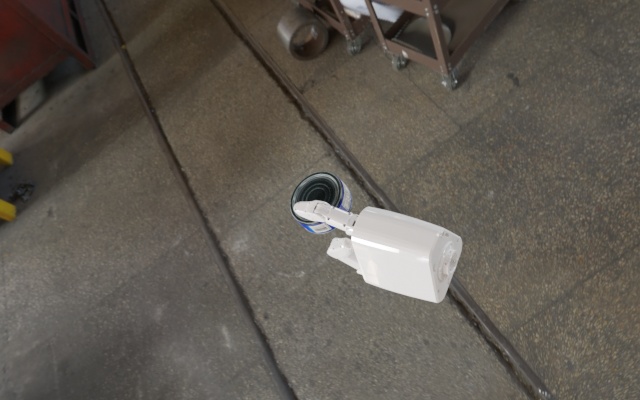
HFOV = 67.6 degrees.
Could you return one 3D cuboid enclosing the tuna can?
[{"bbox_3d":[0.000,0.002,0.674,0.086,0.086,0.034,0,-27,32],"label":"tuna can"}]
